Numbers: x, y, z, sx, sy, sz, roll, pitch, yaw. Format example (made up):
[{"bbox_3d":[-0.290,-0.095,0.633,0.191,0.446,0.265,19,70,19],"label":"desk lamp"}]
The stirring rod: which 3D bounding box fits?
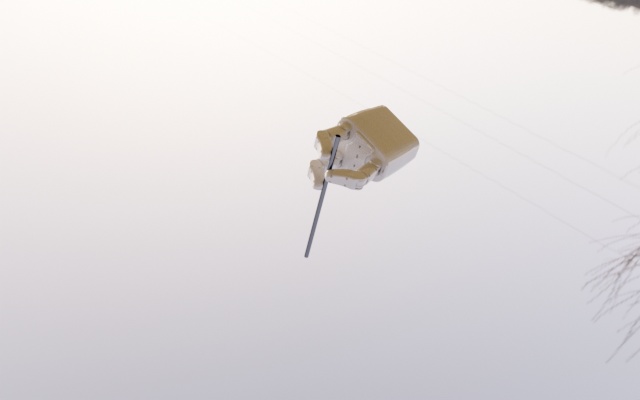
[{"bbox_3d":[0.000,0.002,0.738,0.011,0.240,0.011,9,38,-7],"label":"stirring rod"}]
